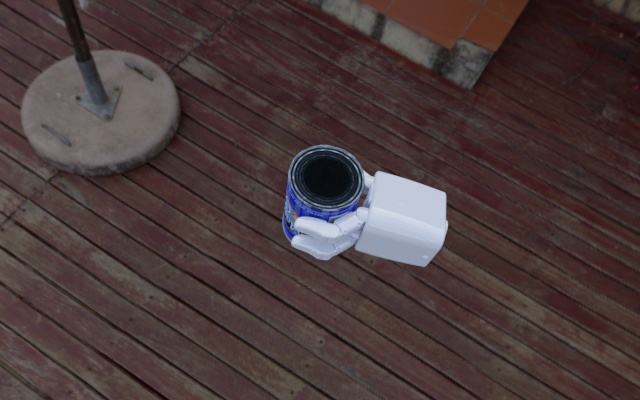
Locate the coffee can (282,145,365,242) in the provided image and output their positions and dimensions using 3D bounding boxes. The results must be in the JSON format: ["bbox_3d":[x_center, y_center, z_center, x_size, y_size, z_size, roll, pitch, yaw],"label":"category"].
[{"bbox_3d":[0.000,0.002,0.689,0.103,0.102,0.140,0,-29,-8],"label":"coffee can"}]
